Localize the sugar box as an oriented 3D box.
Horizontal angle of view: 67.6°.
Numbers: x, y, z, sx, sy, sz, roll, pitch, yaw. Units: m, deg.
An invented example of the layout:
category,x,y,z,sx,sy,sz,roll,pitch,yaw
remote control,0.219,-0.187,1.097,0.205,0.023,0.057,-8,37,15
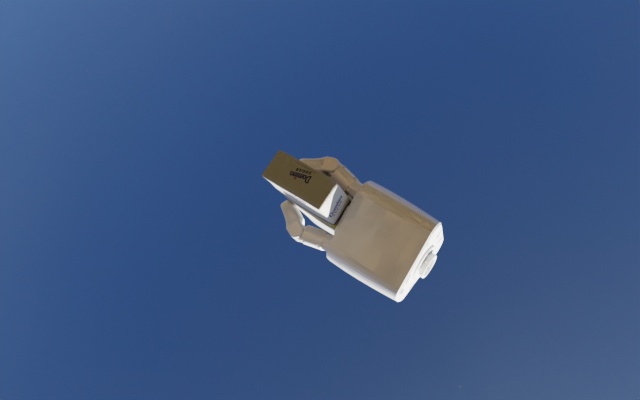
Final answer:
category,x,y,z,sx,sy,sz,roll,pitch,yaw
sugar box,0.001,0.002,0.634,0.093,0.048,0.176,31,-10,24
